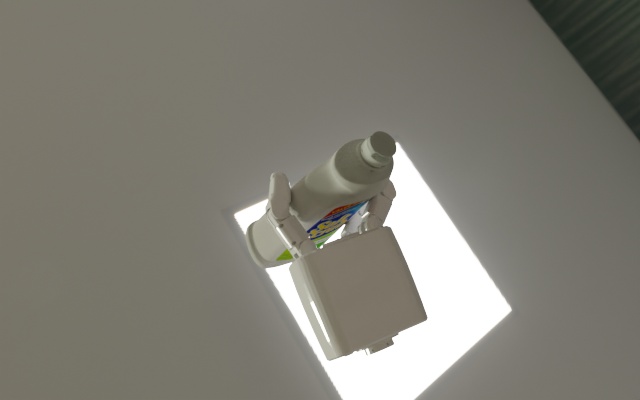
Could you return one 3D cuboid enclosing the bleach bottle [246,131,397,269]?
[{"bbox_3d":[0.000,0.002,0.537,0.102,0.068,0.251,-12,-19,-31],"label":"bleach bottle"}]
